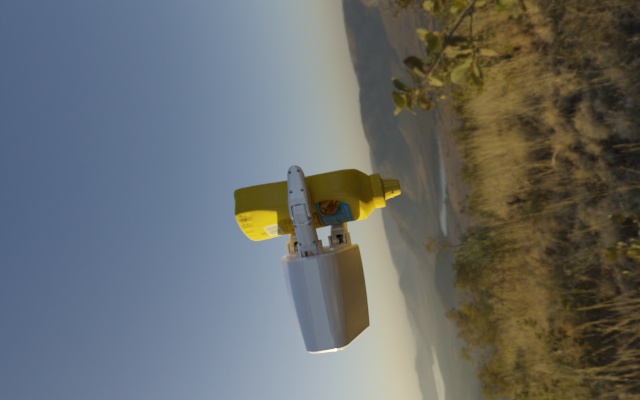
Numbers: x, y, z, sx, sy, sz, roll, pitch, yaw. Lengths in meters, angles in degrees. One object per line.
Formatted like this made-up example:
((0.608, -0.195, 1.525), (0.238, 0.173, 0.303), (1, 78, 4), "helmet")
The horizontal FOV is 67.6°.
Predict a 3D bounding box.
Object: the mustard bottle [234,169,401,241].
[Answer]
((0.000, 0.002, 0.574), (0.191, 0.058, 0.096), (-11, -26, 7), "mustard bottle")
